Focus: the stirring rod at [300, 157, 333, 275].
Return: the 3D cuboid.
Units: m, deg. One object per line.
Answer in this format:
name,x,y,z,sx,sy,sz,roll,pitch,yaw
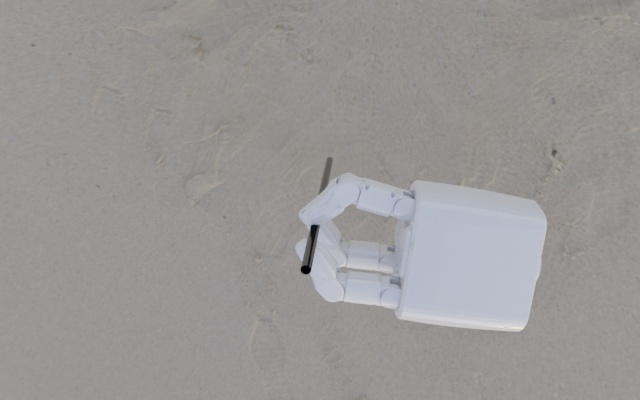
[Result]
stirring rod,0.000,0.001,0.459,0.011,0.011,0.239,0,24,6
